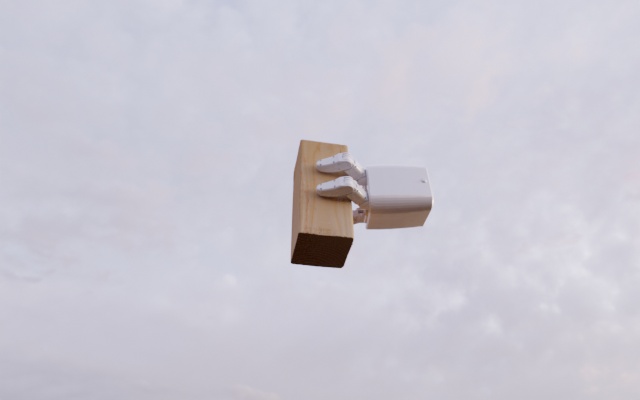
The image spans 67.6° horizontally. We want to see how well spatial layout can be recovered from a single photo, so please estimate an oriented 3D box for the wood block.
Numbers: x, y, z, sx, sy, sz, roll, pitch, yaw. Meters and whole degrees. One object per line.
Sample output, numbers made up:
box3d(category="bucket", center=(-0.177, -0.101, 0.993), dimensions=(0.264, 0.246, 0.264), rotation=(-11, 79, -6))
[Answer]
box3d(category="wood block", center=(0.000, 0.003, 0.819), dimensions=(0.090, 0.206, 0.091), rotation=(6, -41, -8))
